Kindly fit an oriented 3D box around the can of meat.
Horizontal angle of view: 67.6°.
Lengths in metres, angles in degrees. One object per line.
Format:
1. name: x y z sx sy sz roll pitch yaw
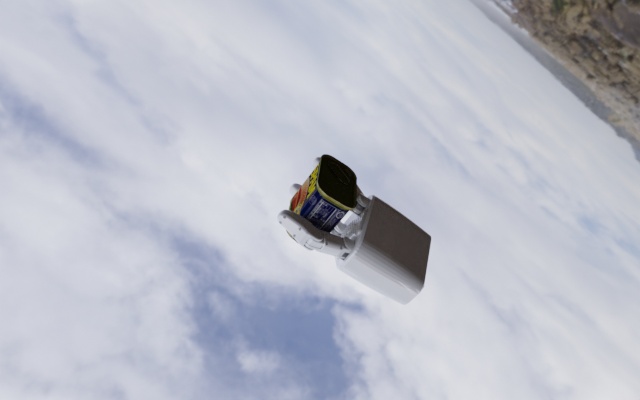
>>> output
1. can of meat: 0.000 0.002 0.619 0.057 0.084 0.102 31 30 -14
